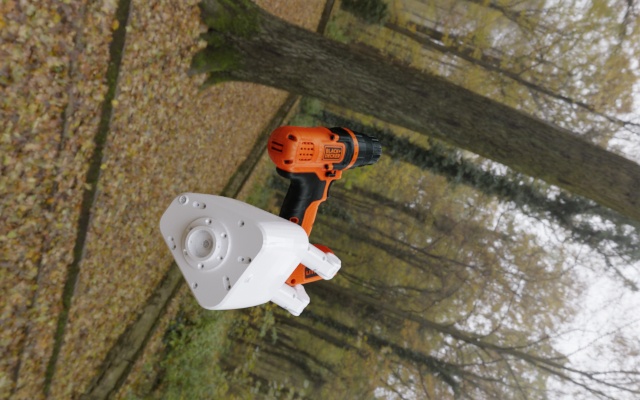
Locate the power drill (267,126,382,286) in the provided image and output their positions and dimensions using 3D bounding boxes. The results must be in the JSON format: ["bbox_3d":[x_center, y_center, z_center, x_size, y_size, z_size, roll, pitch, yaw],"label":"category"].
[{"bbox_3d":[0.000,0.002,0.587,0.057,0.188,0.184,21,16,40],"label":"power drill"}]
